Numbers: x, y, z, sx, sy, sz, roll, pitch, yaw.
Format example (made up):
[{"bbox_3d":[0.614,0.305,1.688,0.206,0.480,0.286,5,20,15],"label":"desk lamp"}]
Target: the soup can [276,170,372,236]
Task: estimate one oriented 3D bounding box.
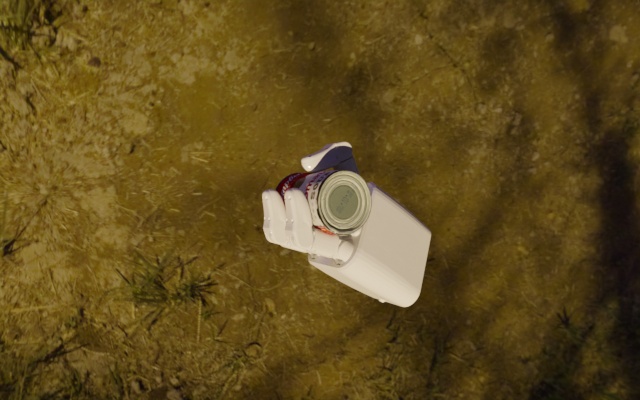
[{"bbox_3d":[0.000,0.001,0.522,0.068,0.068,0.102,0,1,-30],"label":"soup can"}]
